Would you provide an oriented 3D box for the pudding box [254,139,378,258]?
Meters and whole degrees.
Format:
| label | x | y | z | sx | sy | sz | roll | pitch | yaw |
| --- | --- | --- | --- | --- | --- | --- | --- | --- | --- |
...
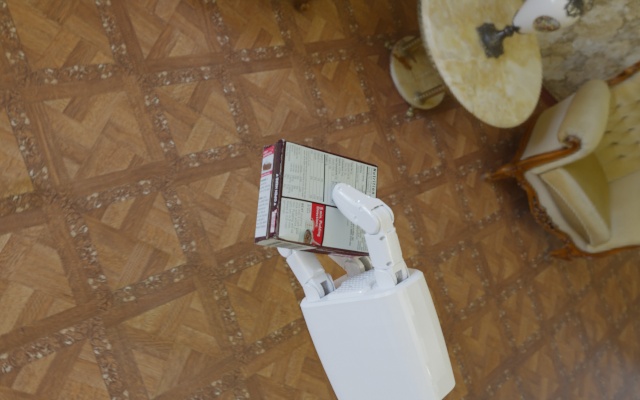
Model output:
| label | x | y | z | sx | sy | sz | roll | pitch | yaw |
| --- | --- | --- | --- | --- | --- | --- | --- | --- | --- |
| pudding box | 0.000 | 0.001 | 0.436 | 0.113 | 0.090 | 0.039 | 13 | -16 | -36 |
